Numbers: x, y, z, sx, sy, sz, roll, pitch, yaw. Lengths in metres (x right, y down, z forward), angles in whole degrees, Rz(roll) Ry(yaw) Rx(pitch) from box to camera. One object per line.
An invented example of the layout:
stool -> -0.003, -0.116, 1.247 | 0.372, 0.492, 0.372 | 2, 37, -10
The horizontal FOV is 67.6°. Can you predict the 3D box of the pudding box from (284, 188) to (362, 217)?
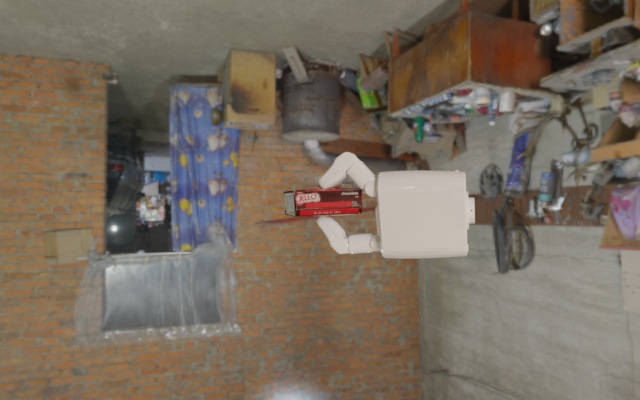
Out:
pudding box -> 0.000, 0.002, 0.653 | 0.090, 0.039, 0.113 | -1, -2, -11
